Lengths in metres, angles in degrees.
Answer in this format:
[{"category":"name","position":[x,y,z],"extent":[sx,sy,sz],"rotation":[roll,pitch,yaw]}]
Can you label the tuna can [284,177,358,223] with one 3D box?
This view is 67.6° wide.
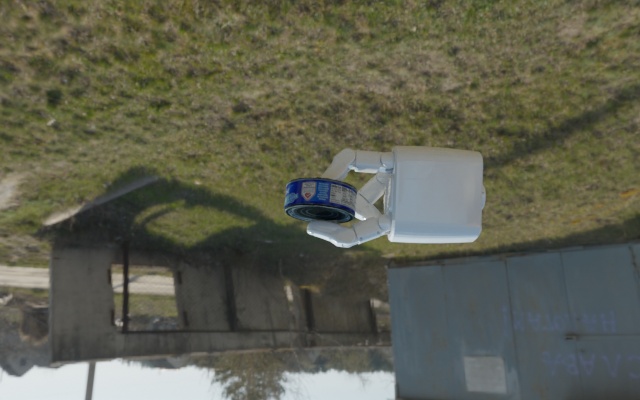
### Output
[{"category":"tuna can","position":[0.000,0.002,0.567],"extent":[0.086,0.033,0.086],"rotation":[5,-16,1]}]
